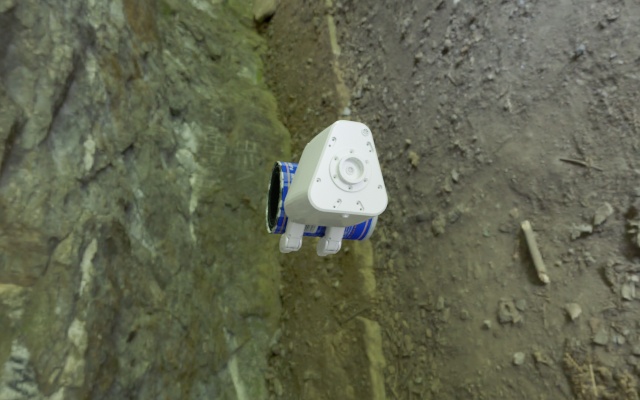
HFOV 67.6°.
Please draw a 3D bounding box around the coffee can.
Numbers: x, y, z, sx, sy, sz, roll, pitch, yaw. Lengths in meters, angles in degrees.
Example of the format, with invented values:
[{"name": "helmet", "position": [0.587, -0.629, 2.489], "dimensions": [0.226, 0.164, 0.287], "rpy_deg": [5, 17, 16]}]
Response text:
[{"name": "coffee can", "position": [0.000, 0.002, 0.683], "dimensions": [0.140, 0.103, 0.103], "rpy_deg": [6, -2, -16]}]
